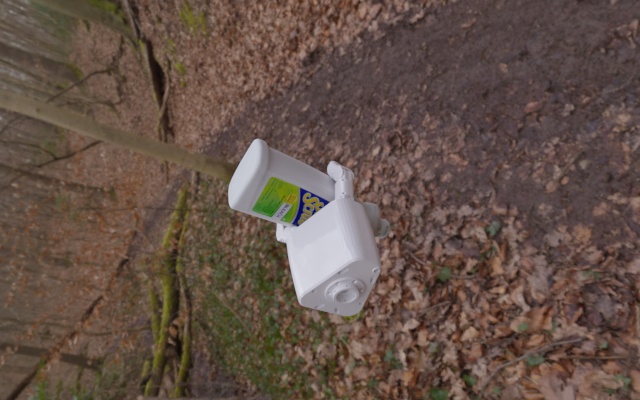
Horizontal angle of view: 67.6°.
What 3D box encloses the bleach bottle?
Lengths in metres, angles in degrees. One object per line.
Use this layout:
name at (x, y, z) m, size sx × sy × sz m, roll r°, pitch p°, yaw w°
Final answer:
bleach bottle at (0.000, 0.002, 0.695) m, size 0.251 × 0.103 × 0.068 m, roll 20°, pitch 34°, yaw -26°
